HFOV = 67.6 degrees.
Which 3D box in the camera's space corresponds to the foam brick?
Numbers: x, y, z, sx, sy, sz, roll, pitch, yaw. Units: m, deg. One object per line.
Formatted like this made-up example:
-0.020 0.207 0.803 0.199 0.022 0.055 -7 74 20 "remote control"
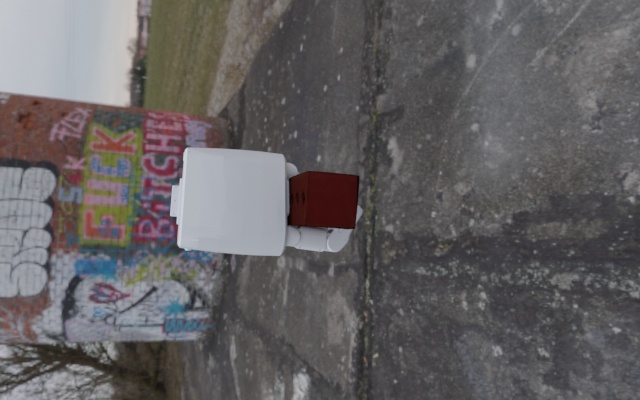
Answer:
0.000 0.001 0.480 0.051 0.053 0.078 5 -5 -17 "foam brick"
